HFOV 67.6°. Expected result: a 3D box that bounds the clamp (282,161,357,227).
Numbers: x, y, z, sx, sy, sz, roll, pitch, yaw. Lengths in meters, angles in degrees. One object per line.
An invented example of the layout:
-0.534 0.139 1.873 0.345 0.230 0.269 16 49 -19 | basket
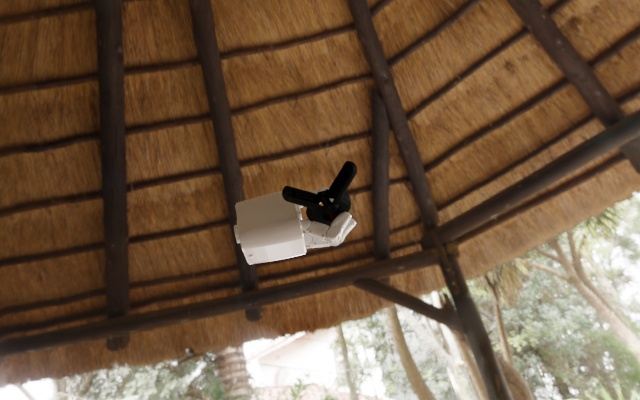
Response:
0.000 0.002 0.784 0.120 0.039 0.172 -13 -31 -6 | clamp
